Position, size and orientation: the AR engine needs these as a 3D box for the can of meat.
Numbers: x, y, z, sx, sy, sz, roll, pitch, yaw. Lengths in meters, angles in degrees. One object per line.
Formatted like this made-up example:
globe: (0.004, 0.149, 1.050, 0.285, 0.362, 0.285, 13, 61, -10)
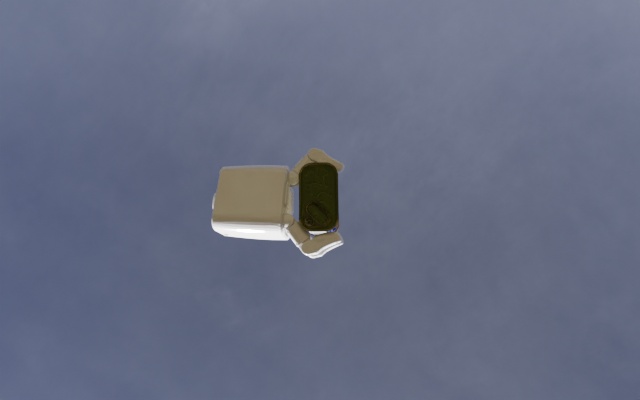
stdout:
can of meat: (0.000, 0.002, 0.726, 0.057, 0.102, 0.084, -2, -12, 4)
